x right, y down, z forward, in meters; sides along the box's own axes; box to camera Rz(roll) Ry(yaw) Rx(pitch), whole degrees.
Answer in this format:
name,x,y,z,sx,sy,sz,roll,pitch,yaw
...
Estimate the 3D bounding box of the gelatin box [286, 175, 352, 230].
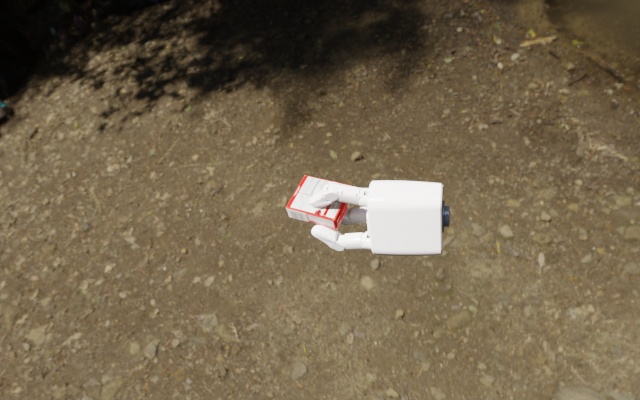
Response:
name,x,y,z,sx,sy,sz,roll,pitch,yaw
gelatin box,0.000,0.002,0.769,0.089,0.073,0.030,14,-34,22
